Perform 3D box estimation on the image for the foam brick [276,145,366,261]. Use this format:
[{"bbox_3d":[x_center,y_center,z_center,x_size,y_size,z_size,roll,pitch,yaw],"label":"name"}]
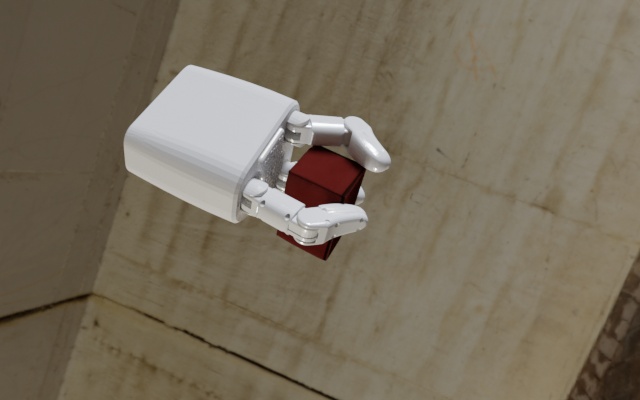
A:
[{"bbox_3d":[0.000,0.002,0.417,0.051,0.078,0.053,25,41,11],"label":"foam brick"}]
